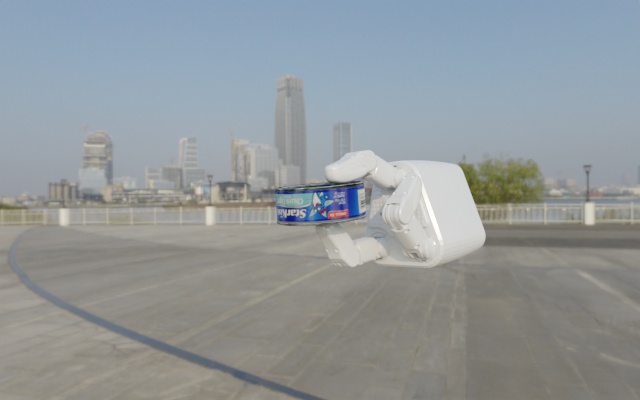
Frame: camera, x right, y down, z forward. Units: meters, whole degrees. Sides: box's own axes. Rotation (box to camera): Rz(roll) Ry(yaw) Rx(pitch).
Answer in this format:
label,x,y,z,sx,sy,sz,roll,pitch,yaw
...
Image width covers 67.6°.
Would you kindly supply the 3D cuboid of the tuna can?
label,x,y,z,sx,sy,sz,roll,pitch,yaw
tuna can,0.000,0.001,0.453,0.086,0.034,0.086,-4,5,0
